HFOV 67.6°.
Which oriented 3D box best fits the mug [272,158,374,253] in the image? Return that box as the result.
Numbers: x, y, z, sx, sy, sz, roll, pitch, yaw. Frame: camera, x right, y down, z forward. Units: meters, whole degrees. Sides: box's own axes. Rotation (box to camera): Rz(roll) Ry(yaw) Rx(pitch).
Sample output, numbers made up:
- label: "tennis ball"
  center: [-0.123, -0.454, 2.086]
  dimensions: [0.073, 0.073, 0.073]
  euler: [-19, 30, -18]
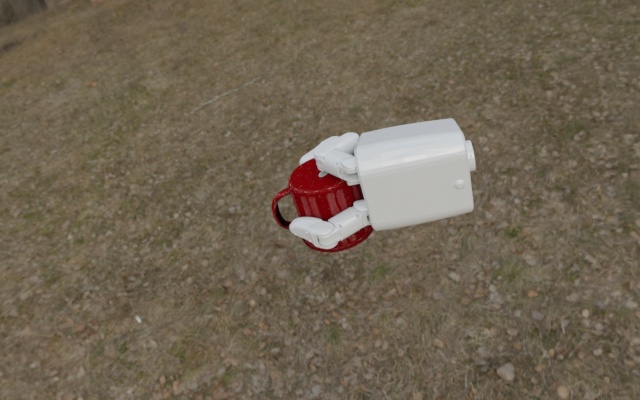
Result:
- label: "mug"
  center: [-0.001, 0.002, 0.556]
  dimensions: [0.117, 0.081, 0.093]
  euler: [-11, 34, 11]
